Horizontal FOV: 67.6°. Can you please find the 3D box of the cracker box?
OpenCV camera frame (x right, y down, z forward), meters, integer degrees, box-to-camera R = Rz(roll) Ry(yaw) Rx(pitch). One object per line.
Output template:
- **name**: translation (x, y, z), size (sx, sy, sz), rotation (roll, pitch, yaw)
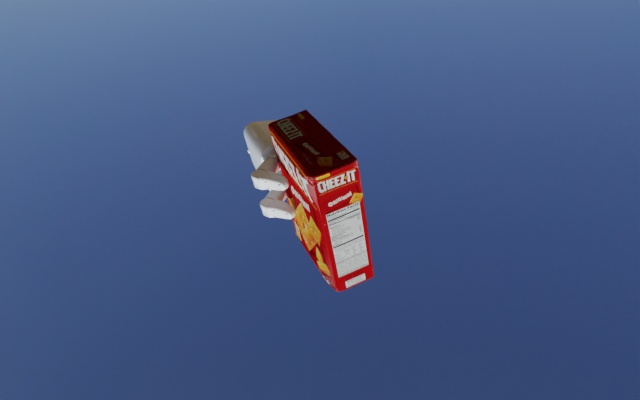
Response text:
- **cracker box**: translation (0.000, 0.002, 0.690), size (0.072, 0.214, 0.164), rotation (-23, 39, -13)
